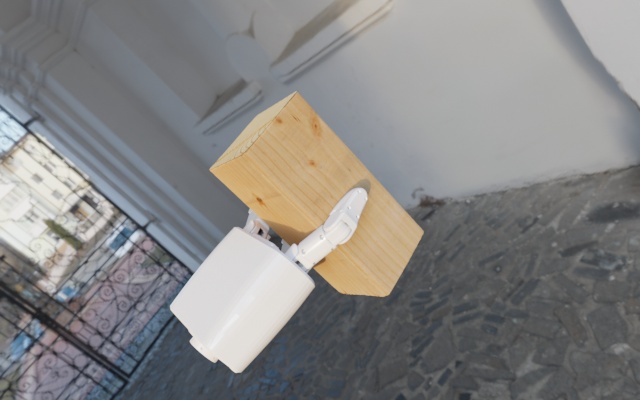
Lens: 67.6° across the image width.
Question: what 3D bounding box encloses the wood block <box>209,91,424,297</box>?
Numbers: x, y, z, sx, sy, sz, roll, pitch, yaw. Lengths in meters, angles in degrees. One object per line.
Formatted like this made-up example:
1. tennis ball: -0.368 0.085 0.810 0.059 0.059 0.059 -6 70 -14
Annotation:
1. wood block: 0.000 0.002 0.503 0.206 0.090 0.091 45 -28 -20
